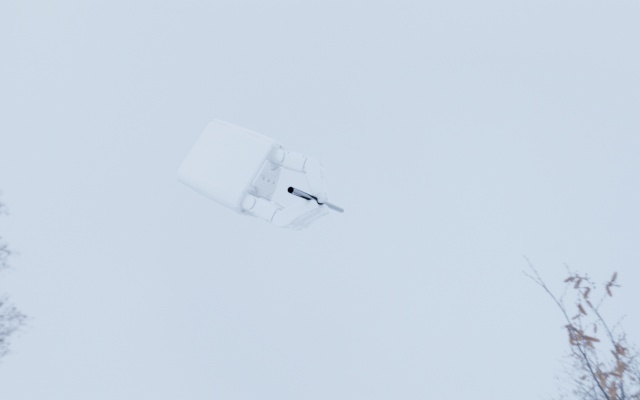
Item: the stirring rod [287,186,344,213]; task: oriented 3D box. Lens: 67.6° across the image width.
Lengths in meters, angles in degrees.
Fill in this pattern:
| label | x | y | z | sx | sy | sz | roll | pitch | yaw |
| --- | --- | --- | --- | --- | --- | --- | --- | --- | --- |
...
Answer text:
| label | x | y | z | sx | sy | sz | roll | pitch | yaw |
| --- | --- | --- | --- | --- | --- | --- | --- | --- | --- |
| stirring rod | 0.000 | 0.002 | 0.647 | 0.011 | 0.011 | 0.239 | 0 | -7 | 16 |
